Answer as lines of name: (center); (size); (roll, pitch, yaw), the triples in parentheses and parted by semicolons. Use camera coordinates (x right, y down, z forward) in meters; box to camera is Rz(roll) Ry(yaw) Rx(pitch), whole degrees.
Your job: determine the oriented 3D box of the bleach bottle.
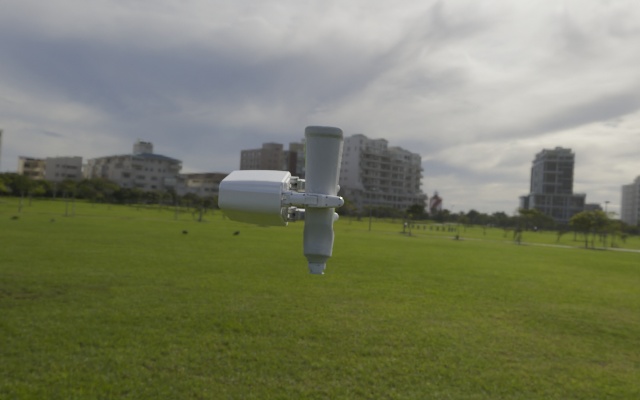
bleach bottle: (0.000, 0.003, 0.831); (0.068, 0.251, 0.102); (4, -1, 4)
